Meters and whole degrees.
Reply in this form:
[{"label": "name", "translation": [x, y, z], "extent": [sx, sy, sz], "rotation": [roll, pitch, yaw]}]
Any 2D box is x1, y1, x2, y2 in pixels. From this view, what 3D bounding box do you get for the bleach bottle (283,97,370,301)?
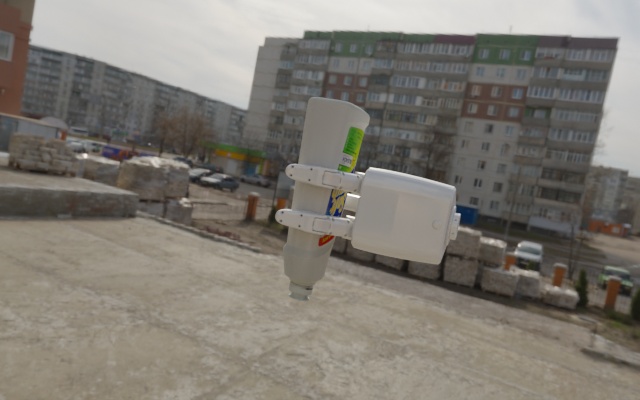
[{"label": "bleach bottle", "translation": [0.000, 0.002, 0.615], "extent": [0.068, 0.251, 0.102], "rotation": [13, 3, 20]}]
